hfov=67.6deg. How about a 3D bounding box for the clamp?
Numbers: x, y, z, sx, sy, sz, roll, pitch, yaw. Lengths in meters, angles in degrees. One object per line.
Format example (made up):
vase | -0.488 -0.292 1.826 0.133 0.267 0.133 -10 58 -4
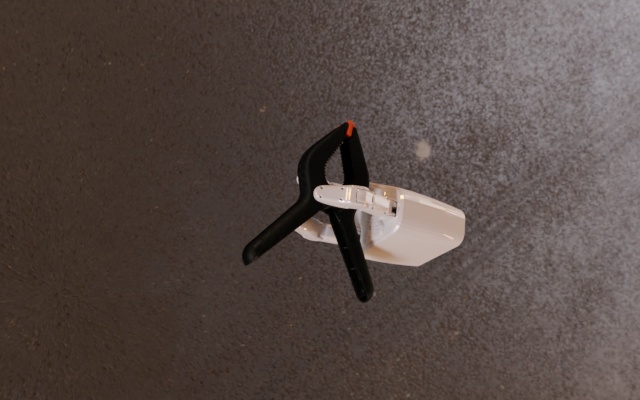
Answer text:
clamp | 0.001 0.001 0.551 0.164 0.210 0.036 15 -16 -27
